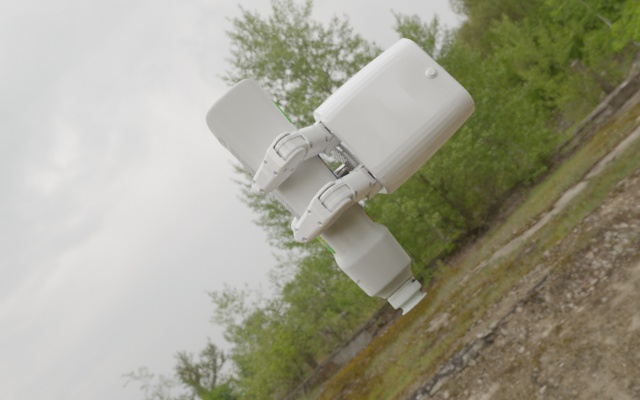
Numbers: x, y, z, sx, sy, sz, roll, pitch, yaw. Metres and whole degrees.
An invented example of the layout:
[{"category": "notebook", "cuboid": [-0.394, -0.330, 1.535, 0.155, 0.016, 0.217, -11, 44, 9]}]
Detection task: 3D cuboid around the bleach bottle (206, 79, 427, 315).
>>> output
[{"category": "bleach bottle", "cuboid": [0.000, 0.001, 0.448, 0.068, 0.251, 0.102, -42, -12, -2]}]
